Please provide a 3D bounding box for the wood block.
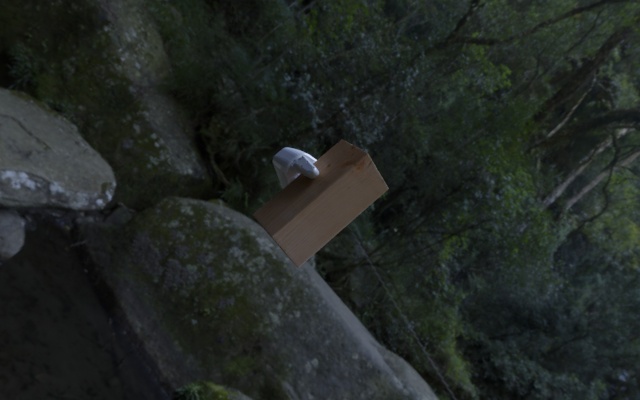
[{"bbox_3d":[0.000,0.002,0.818,0.206,0.091,0.090,-41,35,-7],"label":"wood block"}]
